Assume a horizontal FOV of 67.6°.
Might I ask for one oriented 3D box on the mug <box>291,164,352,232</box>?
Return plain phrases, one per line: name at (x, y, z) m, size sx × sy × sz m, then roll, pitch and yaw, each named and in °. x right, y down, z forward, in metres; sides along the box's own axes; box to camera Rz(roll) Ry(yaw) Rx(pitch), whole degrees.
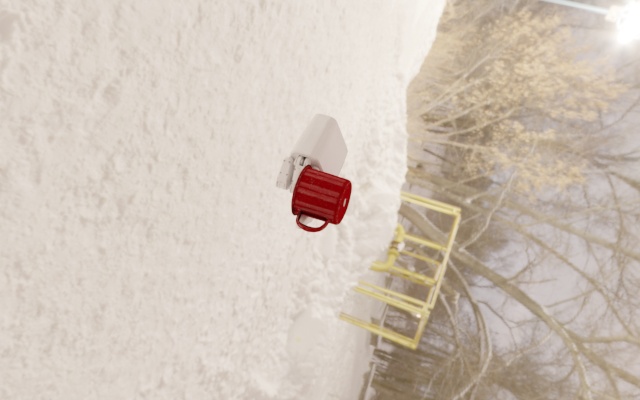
mug at (0.000, 0.004, 0.816) m, size 0.081 × 0.117 × 0.093 m, roll 17°, pitch -30°, yaw 14°
